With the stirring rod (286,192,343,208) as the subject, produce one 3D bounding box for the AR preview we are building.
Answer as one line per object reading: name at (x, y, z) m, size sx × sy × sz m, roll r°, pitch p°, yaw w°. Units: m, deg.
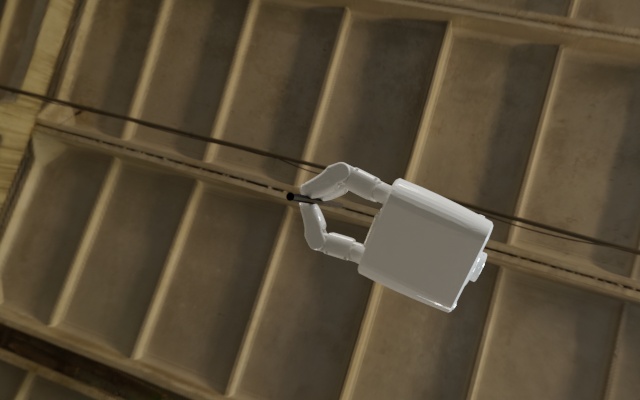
stirring rod at (0.000, 0.002, 0.569) m, size 0.011 × 0.011 × 0.239 m, roll 0°, pitch -3°, yaw 14°
